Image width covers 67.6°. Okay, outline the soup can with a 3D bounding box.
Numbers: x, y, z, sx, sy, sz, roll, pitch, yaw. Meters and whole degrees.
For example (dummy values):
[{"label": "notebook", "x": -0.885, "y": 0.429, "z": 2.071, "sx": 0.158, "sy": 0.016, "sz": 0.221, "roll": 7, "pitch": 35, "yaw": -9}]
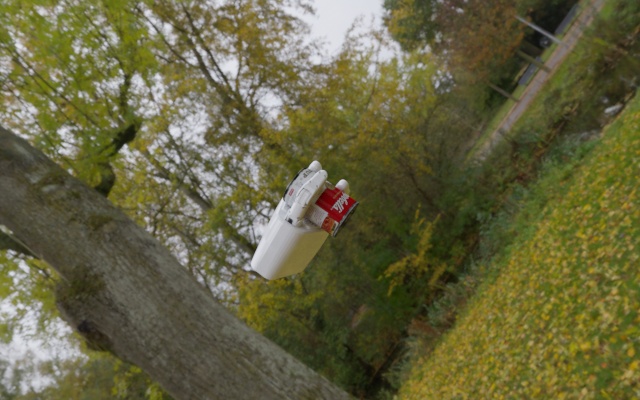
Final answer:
[{"label": "soup can", "x": 0.000, "y": 0.002, "z": 0.756, "sx": 0.102, "sy": 0.068, "sz": 0.068, "roll": 35, "pitch": 7, "yaw": 9}]
